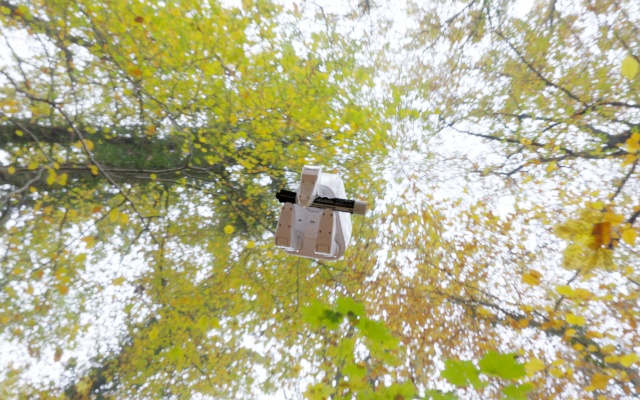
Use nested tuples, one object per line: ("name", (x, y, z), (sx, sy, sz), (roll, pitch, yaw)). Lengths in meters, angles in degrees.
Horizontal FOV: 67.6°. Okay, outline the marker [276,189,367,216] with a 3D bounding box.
("marker", (0.000, 0.002, 0.627), (0.121, 0.020, 0.020), (8, 1, 10))
